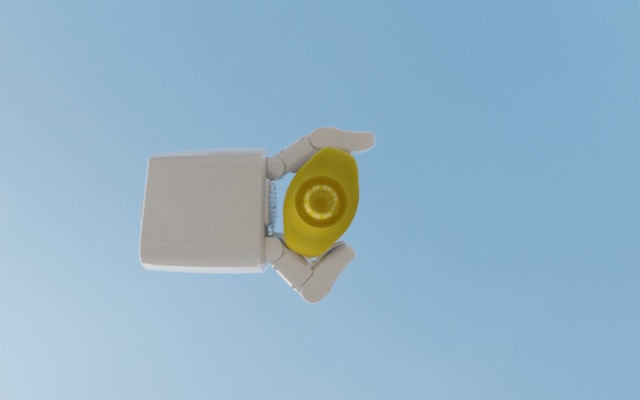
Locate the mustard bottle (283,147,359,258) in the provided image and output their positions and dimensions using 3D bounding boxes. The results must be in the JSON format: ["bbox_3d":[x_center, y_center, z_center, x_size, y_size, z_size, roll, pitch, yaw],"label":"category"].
[{"bbox_3d":[0.000,0.001,0.427,0.058,0.096,0.191,24,0,1],"label":"mustard bottle"}]
